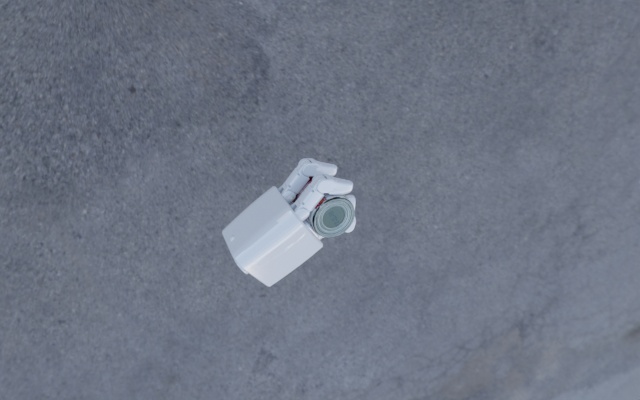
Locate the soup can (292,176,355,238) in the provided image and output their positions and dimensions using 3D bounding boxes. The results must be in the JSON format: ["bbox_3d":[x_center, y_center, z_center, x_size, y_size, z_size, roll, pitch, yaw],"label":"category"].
[{"bbox_3d":[0.001,0.002,0.718,0.068,0.068,0.102,0,28,-26],"label":"soup can"}]
